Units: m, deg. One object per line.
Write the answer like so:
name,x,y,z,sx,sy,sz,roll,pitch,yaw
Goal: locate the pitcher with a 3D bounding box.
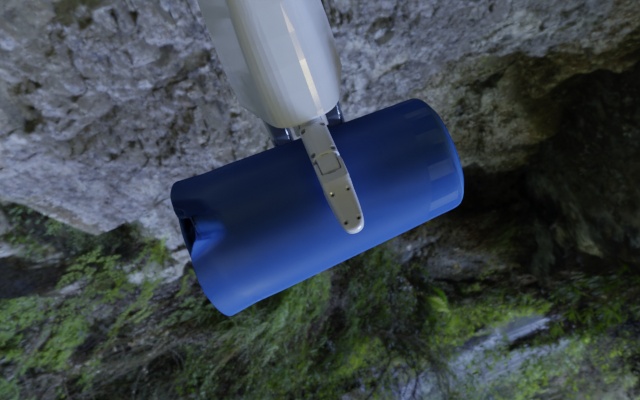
pitcher,0.000,0.001,0.451,0.243,0.145,0.149,-22,31,1
